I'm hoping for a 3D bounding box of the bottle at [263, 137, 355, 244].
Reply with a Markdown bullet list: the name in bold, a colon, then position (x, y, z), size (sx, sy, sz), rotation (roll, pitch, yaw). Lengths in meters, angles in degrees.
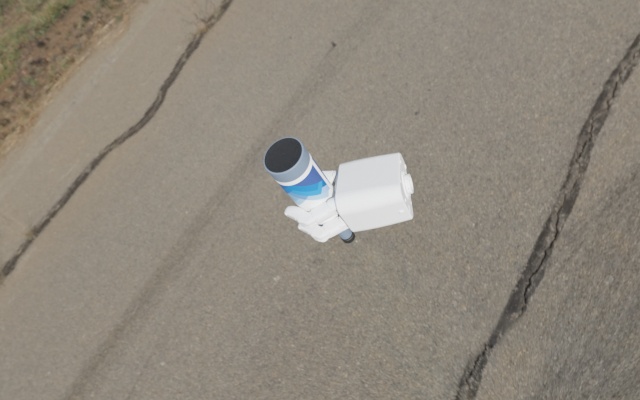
- **bottle**: position (0.000, 0.003, 0.822), size (0.069, 0.069, 0.296), rotation (0, -28, 25)
